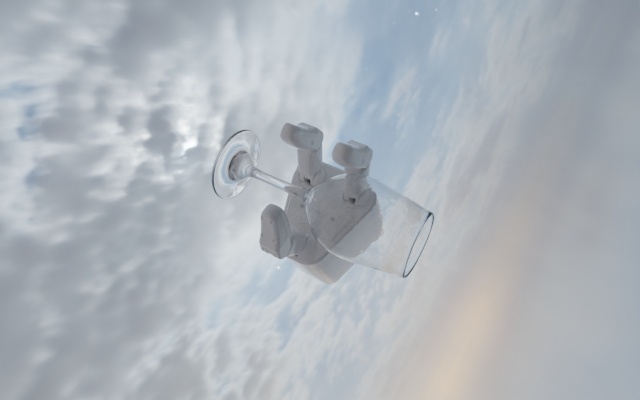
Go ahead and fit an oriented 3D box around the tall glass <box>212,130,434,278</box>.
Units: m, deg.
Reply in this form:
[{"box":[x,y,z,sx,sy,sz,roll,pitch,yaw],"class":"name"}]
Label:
[{"box":[-0.001,0.001,0.445,0.201,0.079,0.079,24,9,22],"class":"tall glass"}]
